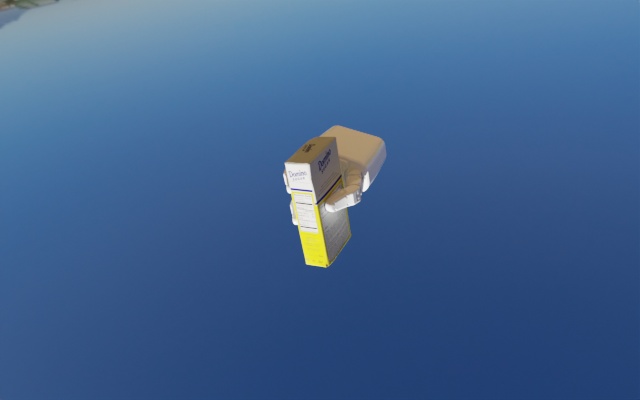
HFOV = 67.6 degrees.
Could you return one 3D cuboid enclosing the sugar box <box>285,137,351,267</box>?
[{"bbox_3d":[0.000,0.002,0.715,0.048,0.176,0.093,4,31,28],"label":"sugar box"}]
